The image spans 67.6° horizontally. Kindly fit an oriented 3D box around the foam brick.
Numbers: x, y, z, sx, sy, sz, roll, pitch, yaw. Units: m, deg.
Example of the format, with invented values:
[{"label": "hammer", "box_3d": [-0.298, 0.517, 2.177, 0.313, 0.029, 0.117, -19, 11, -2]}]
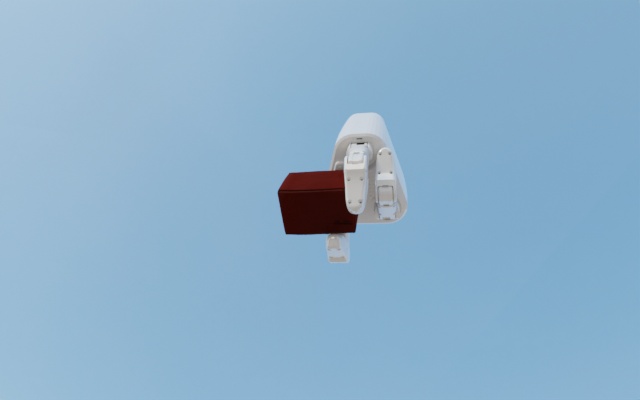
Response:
[{"label": "foam brick", "box_3d": [0.000, 0.002, 0.510, 0.078, 0.053, 0.051, -2, 26, 9]}]
